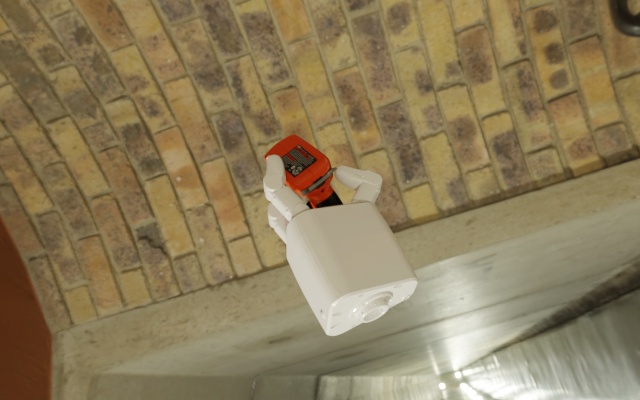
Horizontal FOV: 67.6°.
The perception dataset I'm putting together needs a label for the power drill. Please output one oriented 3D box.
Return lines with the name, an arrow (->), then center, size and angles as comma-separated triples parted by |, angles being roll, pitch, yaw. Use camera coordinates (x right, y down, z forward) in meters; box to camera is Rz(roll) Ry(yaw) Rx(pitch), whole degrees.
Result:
power drill -> 0.000, 0.002, 0.642 | 0.184, 0.057, 0.188 | 40, -12, 50
